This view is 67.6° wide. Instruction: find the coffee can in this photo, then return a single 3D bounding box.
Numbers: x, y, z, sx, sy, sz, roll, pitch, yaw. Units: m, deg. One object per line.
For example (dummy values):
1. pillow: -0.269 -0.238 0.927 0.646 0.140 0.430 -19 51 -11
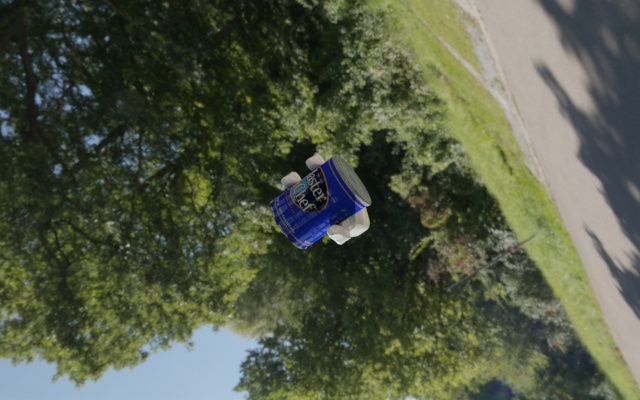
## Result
1. coffee can: 0.000 0.003 0.812 0.140 0.103 0.103 -35 -10 14
